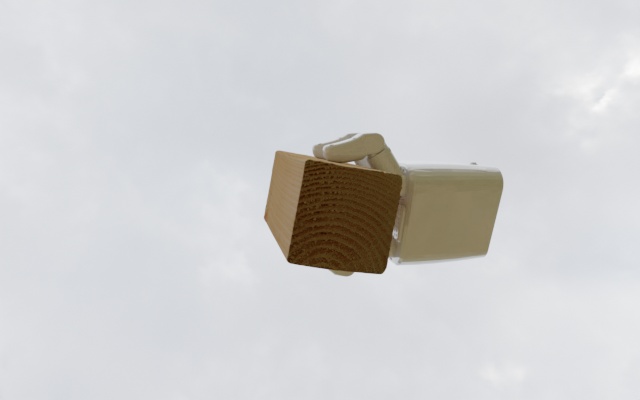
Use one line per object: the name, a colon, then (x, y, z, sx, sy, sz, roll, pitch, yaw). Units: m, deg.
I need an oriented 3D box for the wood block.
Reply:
wood block: (0.000, 0.002, 0.500, 0.090, 0.091, 0.206, 8, 6, -13)
